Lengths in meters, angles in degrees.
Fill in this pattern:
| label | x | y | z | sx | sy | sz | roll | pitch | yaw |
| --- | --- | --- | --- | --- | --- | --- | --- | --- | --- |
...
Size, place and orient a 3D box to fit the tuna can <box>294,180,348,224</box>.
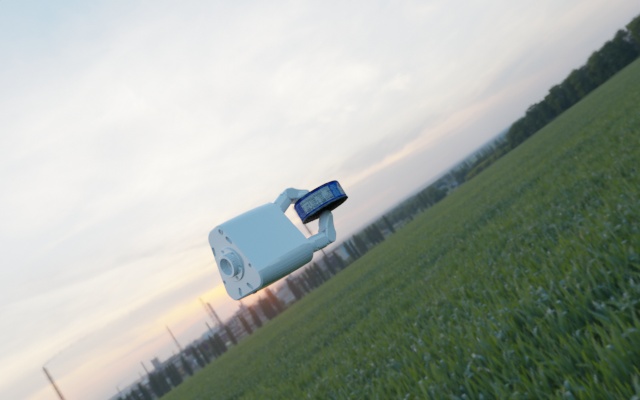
| label | x | y | z | sx | sy | sz | roll | pitch | yaw |
| --- | --- | --- | --- | --- | --- | --- | --- | --- | --- |
| tuna can | 0.000 | 0.002 | 0.771 | 0.086 | 0.033 | 0.086 | -30 | -10 | -6 |
